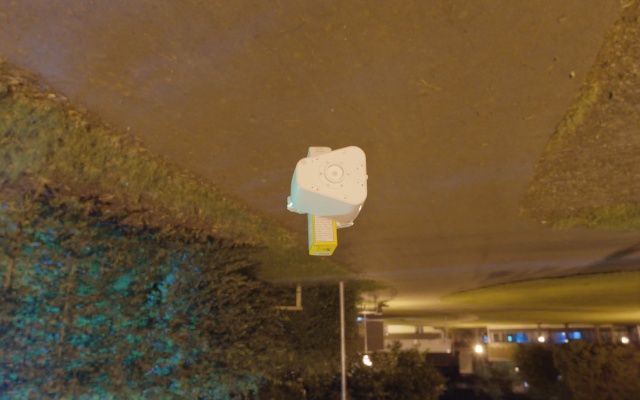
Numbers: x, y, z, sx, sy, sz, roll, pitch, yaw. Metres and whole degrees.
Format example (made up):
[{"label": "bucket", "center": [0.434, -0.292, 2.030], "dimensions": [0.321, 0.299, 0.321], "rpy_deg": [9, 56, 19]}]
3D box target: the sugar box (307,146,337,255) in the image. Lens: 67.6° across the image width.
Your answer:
[{"label": "sugar box", "center": [0.001, 0.003, 0.841], "dimensions": [0.048, 0.176, 0.093], "rpy_deg": [1, -16, -6]}]
